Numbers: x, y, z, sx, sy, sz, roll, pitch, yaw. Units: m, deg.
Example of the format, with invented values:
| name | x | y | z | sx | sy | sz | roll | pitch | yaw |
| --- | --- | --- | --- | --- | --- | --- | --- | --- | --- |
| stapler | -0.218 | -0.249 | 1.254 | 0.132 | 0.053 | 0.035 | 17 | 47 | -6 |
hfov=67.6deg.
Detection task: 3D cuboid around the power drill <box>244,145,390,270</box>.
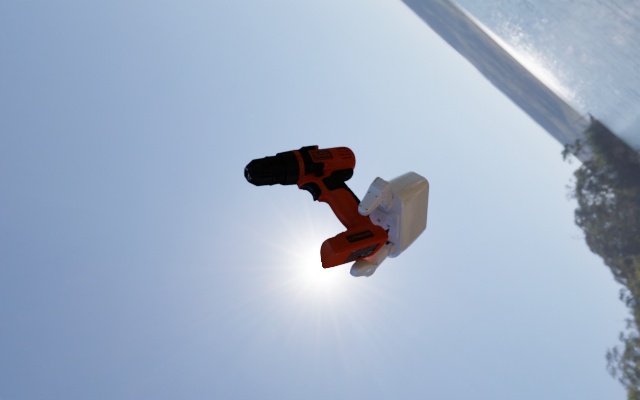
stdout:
| name | x | y | z | sx | sy | sz | roll | pitch | yaw |
| --- | --- | --- | --- | --- | --- | --- | --- | --- | --- |
| power drill | 0.001 | 0.003 | 0.689 | 0.184 | 0.187 | 0.057 | -12 | -28 | -30 |
